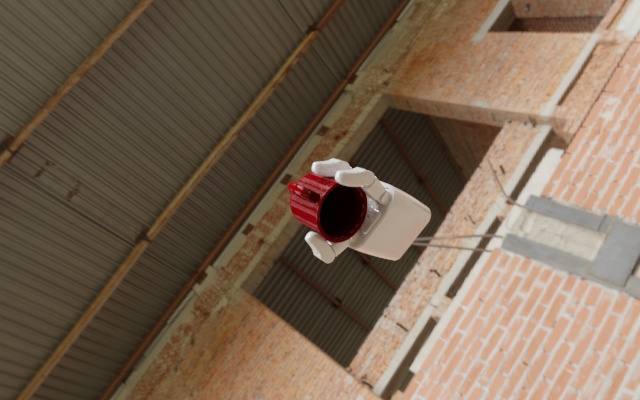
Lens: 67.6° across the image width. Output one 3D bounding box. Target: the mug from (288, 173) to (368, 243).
[{"bbox_3d":[-0.001,0.002,0.697,0.117,0.093,0.081,24,-1,-41],"label":"mug"}]
